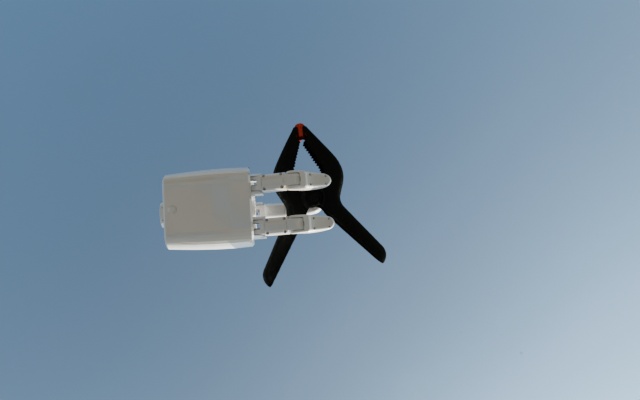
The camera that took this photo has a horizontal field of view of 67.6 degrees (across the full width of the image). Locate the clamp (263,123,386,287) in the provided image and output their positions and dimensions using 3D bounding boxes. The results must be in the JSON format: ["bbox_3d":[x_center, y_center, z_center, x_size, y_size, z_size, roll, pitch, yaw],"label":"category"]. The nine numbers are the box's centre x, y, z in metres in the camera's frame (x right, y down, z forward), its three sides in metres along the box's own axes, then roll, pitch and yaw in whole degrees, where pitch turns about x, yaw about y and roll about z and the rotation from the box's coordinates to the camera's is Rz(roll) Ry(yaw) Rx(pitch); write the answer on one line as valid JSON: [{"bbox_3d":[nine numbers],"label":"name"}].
[{"bbox_3d":[0.000,0.002,0.634,0.164,0.210,0.036,-3,-7,-11],"label":"clamp"}]
